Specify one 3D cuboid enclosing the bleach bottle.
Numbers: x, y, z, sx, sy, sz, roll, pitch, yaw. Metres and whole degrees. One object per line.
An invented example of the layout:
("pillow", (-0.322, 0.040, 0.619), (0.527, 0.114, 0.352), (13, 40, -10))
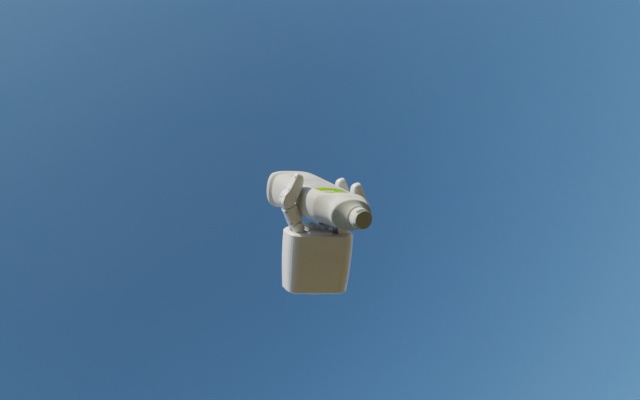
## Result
("bleach bottle", (0.000, 0.003, 0.800), (0.102, 0.068, 0.250), (-2, 13, -27))
